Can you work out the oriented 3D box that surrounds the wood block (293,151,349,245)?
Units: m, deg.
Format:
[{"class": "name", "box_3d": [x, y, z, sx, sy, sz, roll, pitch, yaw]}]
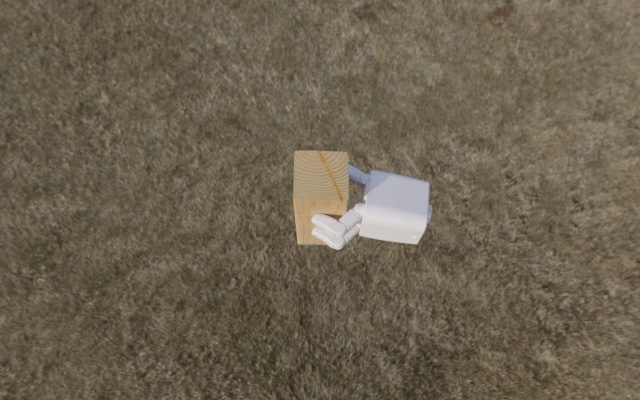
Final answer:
[{"class": "wood block", "box_3d": [0.001, 0.002, 0.850, 0.090, 0.090, 0.206, 1, -25, 0]}]
